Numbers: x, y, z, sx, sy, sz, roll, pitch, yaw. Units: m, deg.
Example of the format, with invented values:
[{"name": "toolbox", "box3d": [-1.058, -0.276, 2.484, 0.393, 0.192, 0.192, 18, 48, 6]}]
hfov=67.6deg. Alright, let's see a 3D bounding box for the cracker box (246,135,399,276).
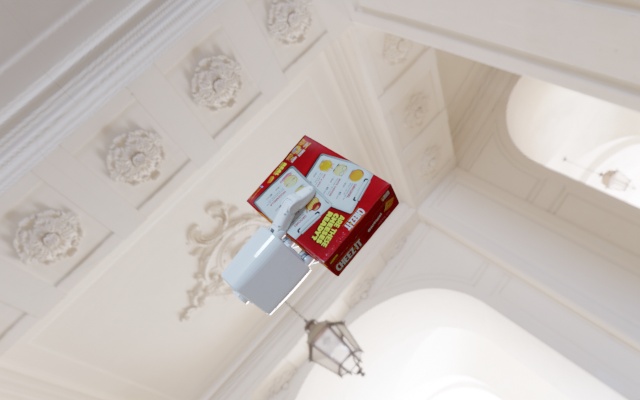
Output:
[{"name": "cracker box", "box3d": [0.000, 0.003, 0.817, 0.213, 0.164, 0.072, 34, -10, 37]}]
